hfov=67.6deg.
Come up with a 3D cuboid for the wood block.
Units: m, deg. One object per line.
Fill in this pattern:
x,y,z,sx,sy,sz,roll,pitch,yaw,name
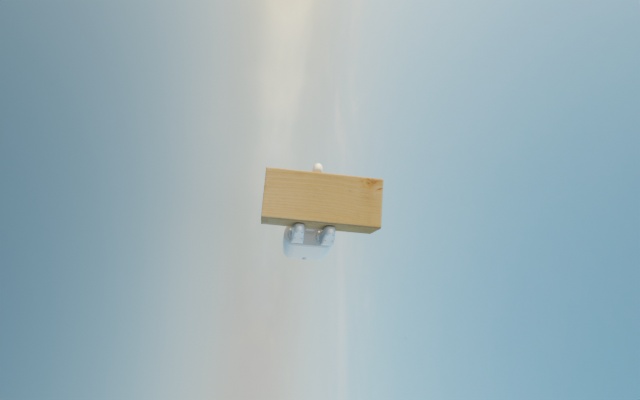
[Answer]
0.000,0.003,0.860,0.206,0.091,0.090,5,-11,-6,wood block
